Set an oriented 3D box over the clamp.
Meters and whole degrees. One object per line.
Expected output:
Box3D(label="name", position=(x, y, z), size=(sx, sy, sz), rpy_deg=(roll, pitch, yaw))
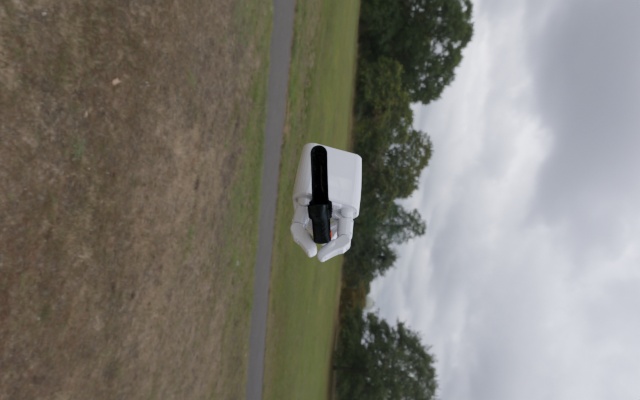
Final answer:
Box3D(label="clamp", position=(0.001, 0.003, 0.722), size=(0.039, 0.120, 0.172), rpy_deg=(6, -28, 4))
